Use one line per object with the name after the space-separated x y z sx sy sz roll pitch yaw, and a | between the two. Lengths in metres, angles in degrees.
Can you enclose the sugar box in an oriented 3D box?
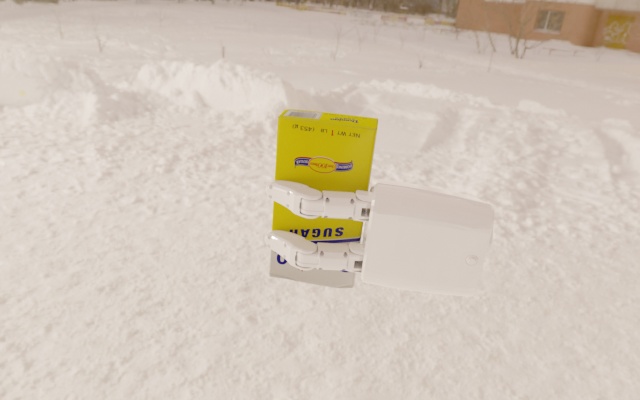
0.000 0.002 0.480 0.093 0.176 0.048 8 23 6 | sugar box
